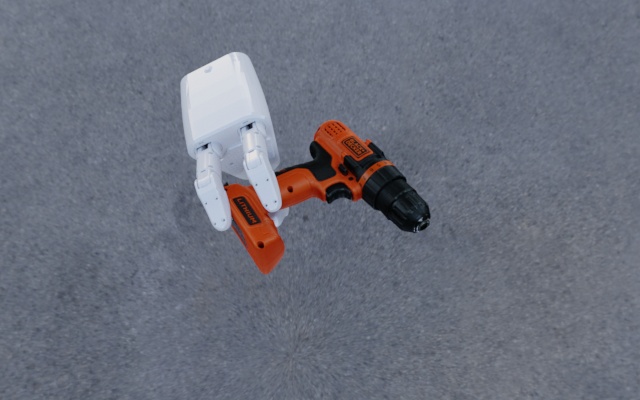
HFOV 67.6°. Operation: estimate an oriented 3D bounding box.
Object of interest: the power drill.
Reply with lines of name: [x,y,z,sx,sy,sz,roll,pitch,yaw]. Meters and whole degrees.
power drill: [0.000,0.002,0.522,0.187,0.057,0.184,-28,51,-19]
